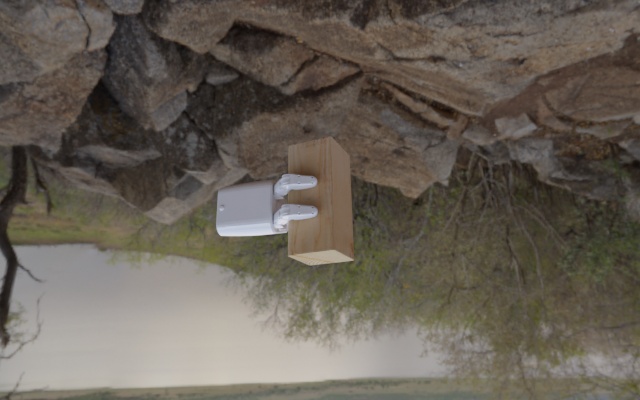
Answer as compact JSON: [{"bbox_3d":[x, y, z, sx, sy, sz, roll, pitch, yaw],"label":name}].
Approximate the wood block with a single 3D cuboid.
[{"bbox_3d":[0.000,0.003,0.857,0.090,0.206,0.091,-10,-22,23],"label":"wood block"}]
